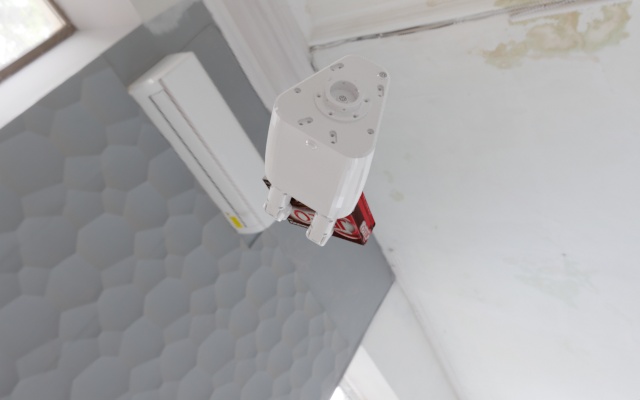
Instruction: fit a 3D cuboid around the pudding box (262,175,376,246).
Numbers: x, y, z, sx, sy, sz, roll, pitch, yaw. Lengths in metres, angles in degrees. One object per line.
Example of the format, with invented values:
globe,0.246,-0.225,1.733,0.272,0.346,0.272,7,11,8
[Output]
pudding box,0.000,0.002,0.552,0.113,0.039,0.090,17,-30,33
